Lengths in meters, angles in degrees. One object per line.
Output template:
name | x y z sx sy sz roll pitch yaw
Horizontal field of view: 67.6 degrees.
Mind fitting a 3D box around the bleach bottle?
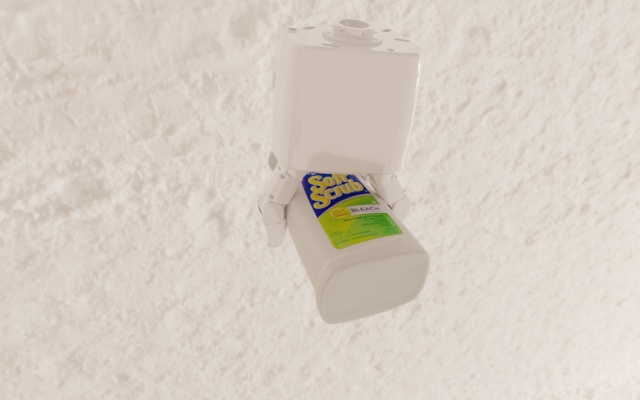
bleach bottle | 0.000 0.002 0.473 0.102 0.068 0.250 -10 38 -21
